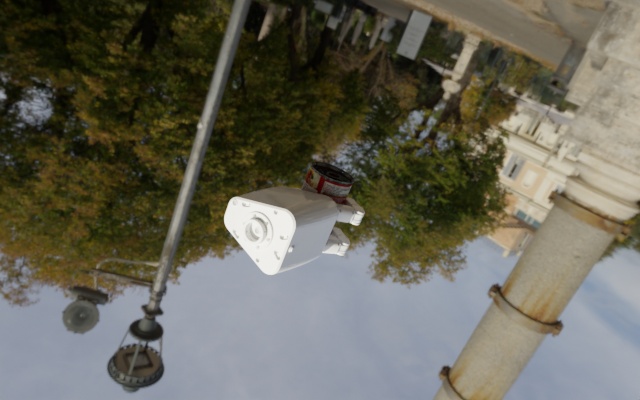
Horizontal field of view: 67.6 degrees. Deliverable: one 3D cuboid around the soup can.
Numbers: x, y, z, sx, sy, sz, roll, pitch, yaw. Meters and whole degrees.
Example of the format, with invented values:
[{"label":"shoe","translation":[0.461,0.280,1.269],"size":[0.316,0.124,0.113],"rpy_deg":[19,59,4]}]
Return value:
[{"label":"soup can","translation":[0.000,0.002,0.714],"size":[0.068,0.102,0.068],"rpy_deg":[20,20,-7]}]
